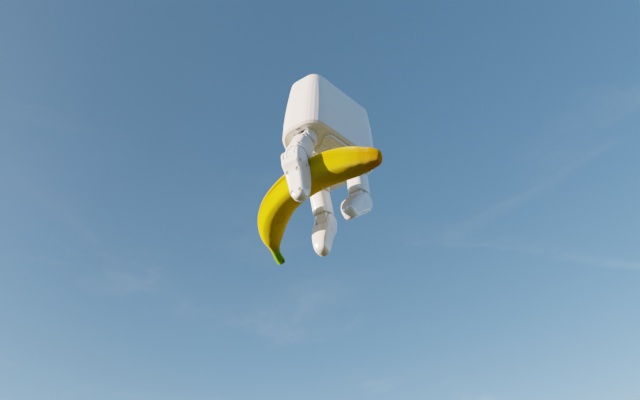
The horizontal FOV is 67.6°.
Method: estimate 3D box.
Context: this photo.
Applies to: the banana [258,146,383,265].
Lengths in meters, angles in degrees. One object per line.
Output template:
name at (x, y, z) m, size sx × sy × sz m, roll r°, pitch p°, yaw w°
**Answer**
banana at (-0.017, -0.006, 0.532) m, size 0.069 × 0.037 × 0.198 m, roll 33°, pitch -55°, yaw -16°
